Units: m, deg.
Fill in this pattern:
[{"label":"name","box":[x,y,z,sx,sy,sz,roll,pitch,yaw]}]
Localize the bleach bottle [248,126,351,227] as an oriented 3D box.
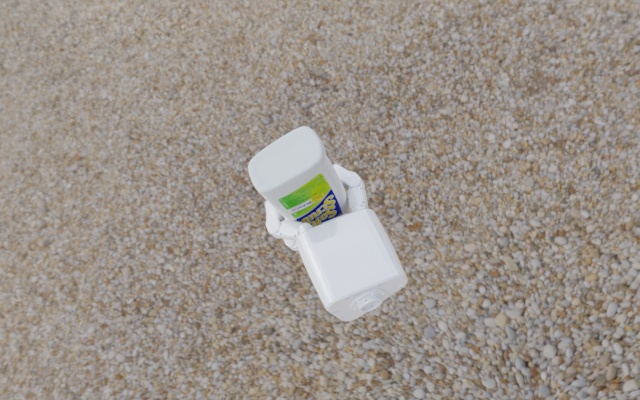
[{"label":"bleach bottle","box":[0.000,0.002,0.680,0.102,0.068,0.251,-30,-33,7]}]
